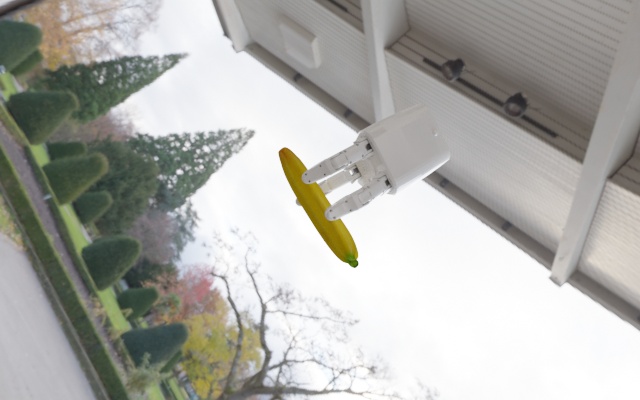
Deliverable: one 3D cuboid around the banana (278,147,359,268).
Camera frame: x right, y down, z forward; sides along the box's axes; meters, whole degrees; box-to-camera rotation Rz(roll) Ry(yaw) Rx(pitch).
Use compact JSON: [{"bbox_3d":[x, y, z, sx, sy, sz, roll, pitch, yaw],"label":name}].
[{"bbox_3d":[0.001,0.012,0.655,0.037,0.197,0.070,-29,-20,-14],"label":"banana"}]
